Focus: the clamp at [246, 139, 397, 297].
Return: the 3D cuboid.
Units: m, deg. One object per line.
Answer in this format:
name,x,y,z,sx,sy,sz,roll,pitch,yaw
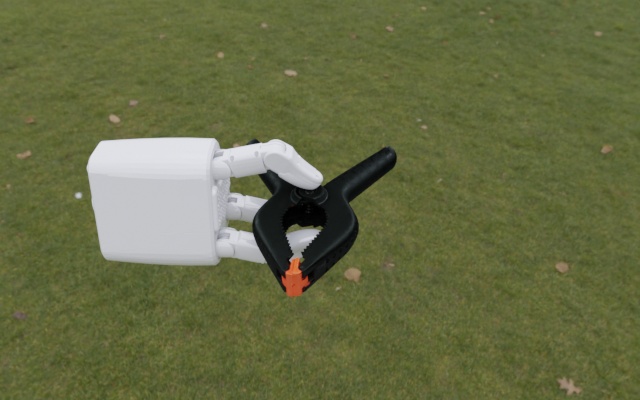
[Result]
clamp,0.000,0.001,0.452,0.164,0.036,0.209,-1,38,0
